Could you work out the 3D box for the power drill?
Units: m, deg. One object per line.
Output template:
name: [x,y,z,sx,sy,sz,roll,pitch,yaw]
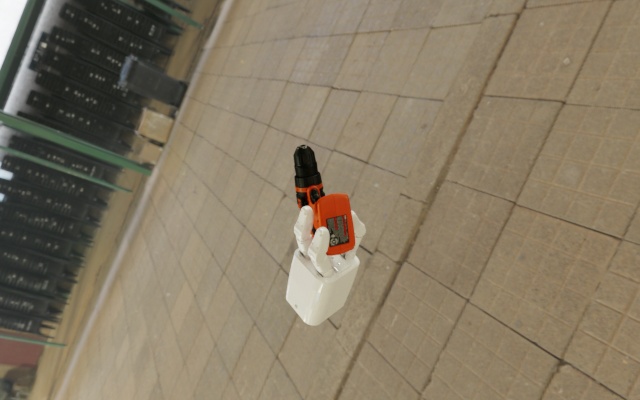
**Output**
power drill: [0.000,0.003,0.838,0.057,0.184,0.187,-14,18,-11]
